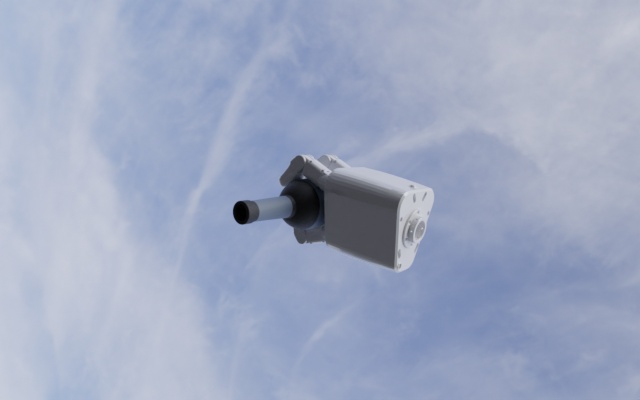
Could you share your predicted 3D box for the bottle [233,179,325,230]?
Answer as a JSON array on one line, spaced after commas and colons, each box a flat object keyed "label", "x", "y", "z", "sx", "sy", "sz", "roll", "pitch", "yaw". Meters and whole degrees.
[{"label": "bottle", "x": 0.000, "y": 0.002, "z": 0.651, "sx": 0.069, "sy": 0.069, "sz": 0.295, "roll": 0, "pitch": 5, "yaw": 38}]
